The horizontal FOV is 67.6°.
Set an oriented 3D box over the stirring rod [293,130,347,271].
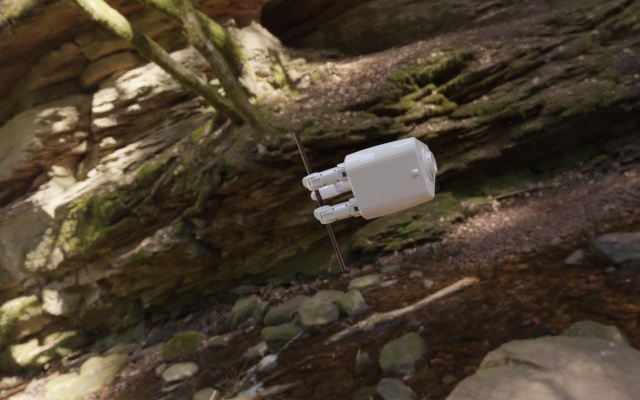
[{"bbox_3d":[0.000,0.003,0.770,0.011,0.239,0.011,-19,8,3],"label":"stirring rod"}]
